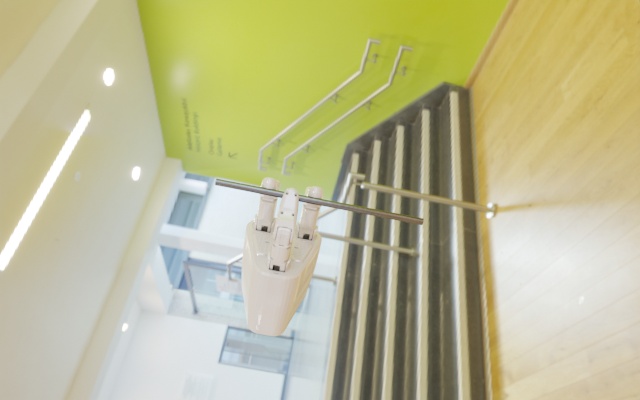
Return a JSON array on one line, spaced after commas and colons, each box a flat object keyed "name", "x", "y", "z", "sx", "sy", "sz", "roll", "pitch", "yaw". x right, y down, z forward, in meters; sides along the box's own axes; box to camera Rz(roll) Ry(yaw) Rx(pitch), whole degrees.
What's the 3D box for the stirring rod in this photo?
[{"name": "stirring rod", "x": 0.000, "y": 0.002, "z": 0.545, "sx": 0.239, "sy": 0.011, "sz": 0.011, "roll": 11, "pitch": -1, "yaw": -3}]
